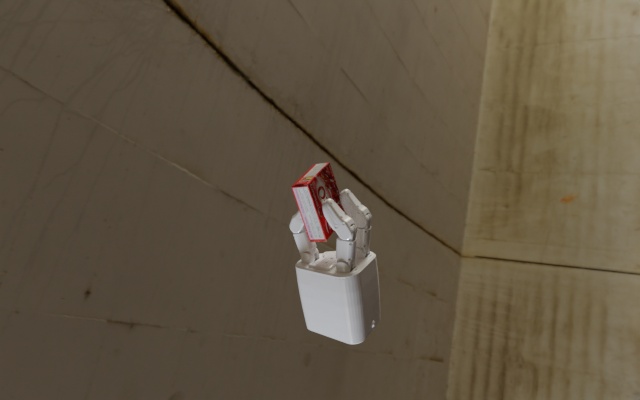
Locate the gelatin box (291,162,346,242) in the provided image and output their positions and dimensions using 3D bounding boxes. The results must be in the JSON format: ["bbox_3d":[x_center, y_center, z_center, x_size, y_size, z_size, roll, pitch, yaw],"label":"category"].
[{"bbox_3d":[0.000,0.002,0.662,0.030,0.089,0.073,-5,25,30],"label":"gelatin box"}]
